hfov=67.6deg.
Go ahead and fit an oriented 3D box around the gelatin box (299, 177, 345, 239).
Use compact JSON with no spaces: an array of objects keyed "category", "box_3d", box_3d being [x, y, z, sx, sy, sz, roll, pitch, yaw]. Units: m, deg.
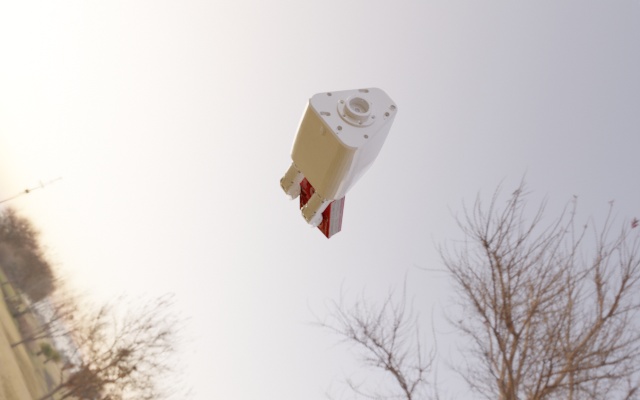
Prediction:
[{"category":"gelatin box","box_3d":[0.000,0.002,0.700,0.030,0.089,0.073,-30,57,-25]}]
